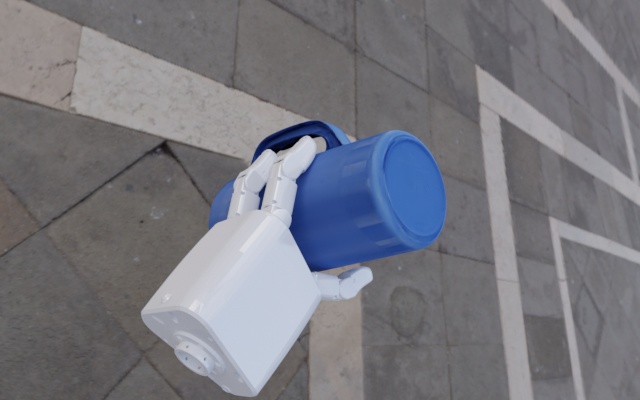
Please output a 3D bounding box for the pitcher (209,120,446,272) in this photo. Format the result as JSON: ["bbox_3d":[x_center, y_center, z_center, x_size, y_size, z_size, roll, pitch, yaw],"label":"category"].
[{"bbox_3d":[0.000,0.002,0.499,0.243,0.149,0.145,-16,25,45],"label":"pitcher"}]
